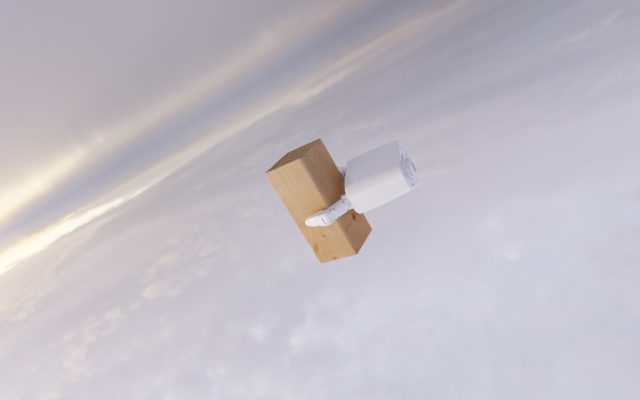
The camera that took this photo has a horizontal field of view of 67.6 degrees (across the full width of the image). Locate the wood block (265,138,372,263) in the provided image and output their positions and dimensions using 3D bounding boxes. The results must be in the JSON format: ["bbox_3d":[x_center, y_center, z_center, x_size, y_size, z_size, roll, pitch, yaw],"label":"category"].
[{"bbox_3d":[0.000,0.003,0.892,0.090,0.206,0.090,-19,19,35],"label":"wood block"}]
